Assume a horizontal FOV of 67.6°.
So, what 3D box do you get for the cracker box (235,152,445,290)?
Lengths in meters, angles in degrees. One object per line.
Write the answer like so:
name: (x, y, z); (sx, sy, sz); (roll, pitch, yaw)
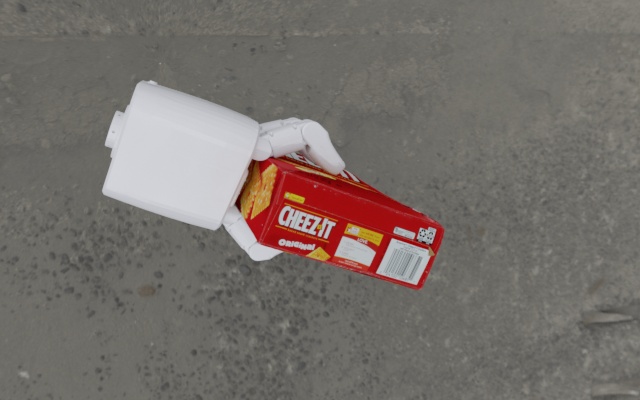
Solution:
cracker box: (0.000, 0.002, 0.492); (0.164, 0.072, 0.213); (19, 9, -22)
